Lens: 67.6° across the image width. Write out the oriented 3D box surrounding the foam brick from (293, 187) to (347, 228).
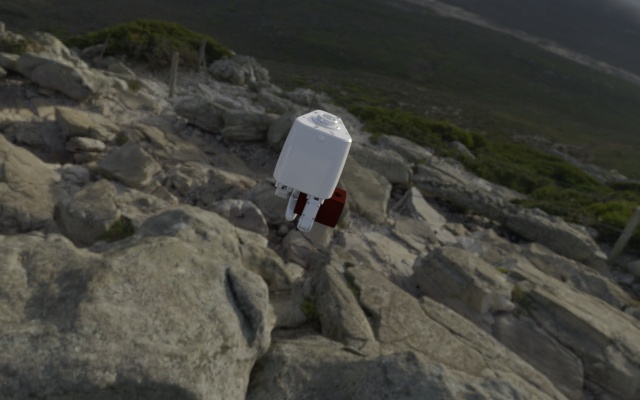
[{"bbox_3d":[0.000,0.003,0.811,0.078,0.051,0.053,21,26,-4],"label":"foam brick"}]
